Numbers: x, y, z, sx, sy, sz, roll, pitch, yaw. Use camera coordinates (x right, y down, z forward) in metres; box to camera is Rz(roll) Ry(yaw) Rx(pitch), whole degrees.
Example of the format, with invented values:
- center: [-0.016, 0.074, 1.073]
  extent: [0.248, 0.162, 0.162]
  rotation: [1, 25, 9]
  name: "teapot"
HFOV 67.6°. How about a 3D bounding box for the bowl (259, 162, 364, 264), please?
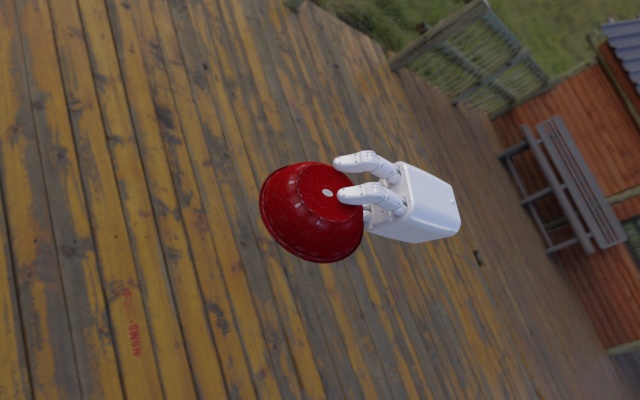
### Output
- center: [-0.001, 0.002, 0.652]
  extent: [0.162, 0.162, 0.055]
  rotation: [0, -32, -28]
  name: "bowl"
